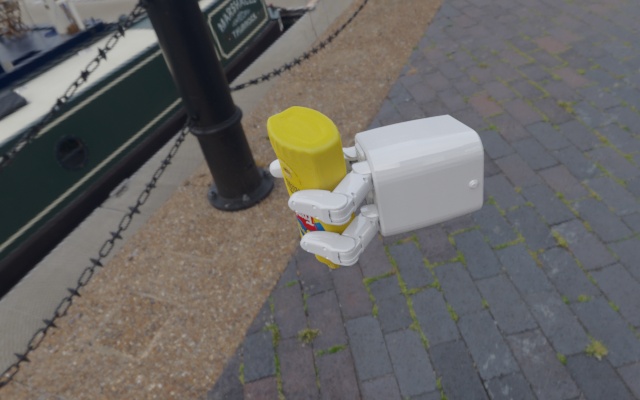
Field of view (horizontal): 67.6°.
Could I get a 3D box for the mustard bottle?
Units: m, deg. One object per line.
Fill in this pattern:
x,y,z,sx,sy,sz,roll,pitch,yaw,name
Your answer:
0.000,0.002,0.507,0.058,0.192,0.096,-30,41,-18,mustard bottle
